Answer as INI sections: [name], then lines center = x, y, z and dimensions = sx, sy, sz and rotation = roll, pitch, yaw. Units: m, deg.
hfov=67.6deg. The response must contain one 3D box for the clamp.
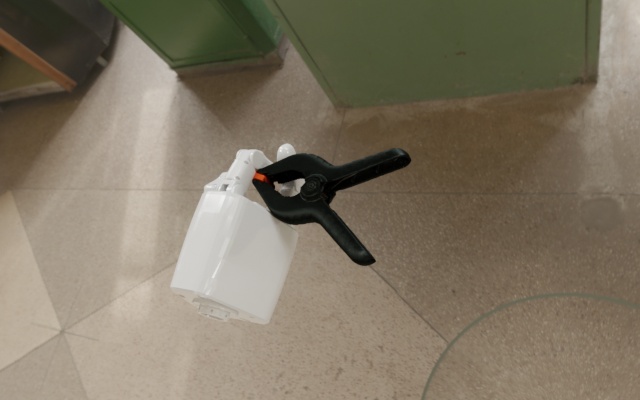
[clamp]
center = 0.000, 0.001, 0.484
dimensions = 0.171, 0.120, 0.039
rotation = 2, -29, 30
